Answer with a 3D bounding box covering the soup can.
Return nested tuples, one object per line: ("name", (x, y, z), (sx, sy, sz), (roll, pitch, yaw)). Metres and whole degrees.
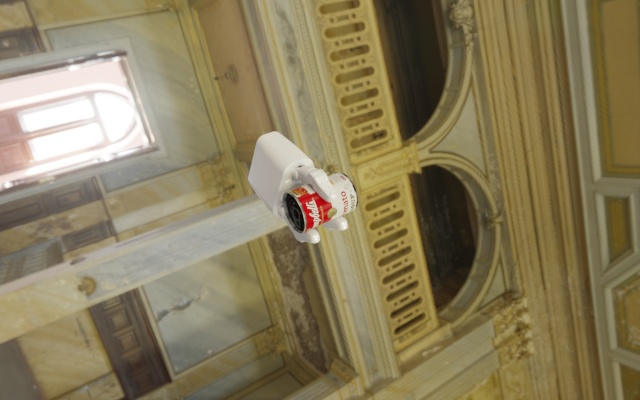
("soup can", (0.001, 0.003, 0.761), (0.102, 0.068, 0.068), (-22, 10, -26))
